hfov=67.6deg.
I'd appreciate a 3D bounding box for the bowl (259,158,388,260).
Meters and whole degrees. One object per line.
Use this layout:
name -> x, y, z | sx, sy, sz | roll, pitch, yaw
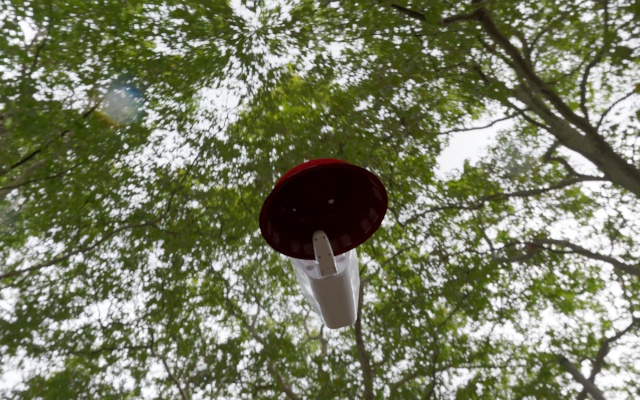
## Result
bowl -> 0.000, 0.001, 0.601 | 0.162, 0.162, 0.055 | 0, 42, -16
